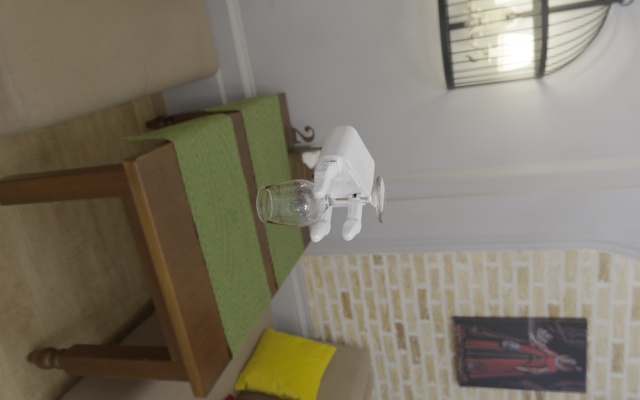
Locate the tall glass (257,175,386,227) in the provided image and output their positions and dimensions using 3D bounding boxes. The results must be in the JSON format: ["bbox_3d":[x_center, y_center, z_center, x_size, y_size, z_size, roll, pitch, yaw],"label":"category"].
[{"bbox_3d":[0.001,0.003,0.773,0.201,0.079,0.079,-3,-1,18],"label":"tall glass"}]
